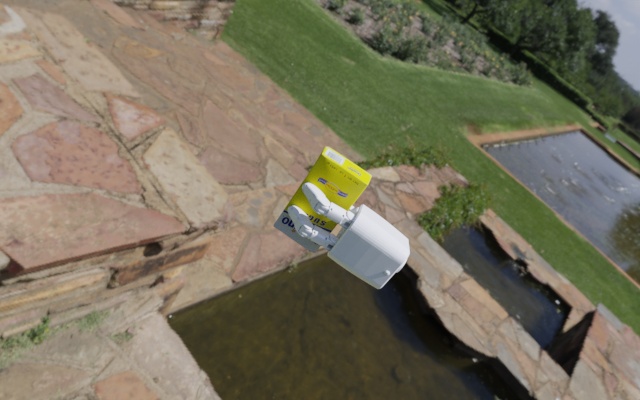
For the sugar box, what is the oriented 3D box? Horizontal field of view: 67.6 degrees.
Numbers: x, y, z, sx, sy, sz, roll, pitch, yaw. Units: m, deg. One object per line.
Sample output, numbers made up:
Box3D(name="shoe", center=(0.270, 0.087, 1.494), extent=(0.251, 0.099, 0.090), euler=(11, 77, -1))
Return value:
Box3D(name="sugar box", center=(0.000, 0.003, 0.821), extent=(0.093, 0.176, 0.048), euler=(34, 29, -2))
